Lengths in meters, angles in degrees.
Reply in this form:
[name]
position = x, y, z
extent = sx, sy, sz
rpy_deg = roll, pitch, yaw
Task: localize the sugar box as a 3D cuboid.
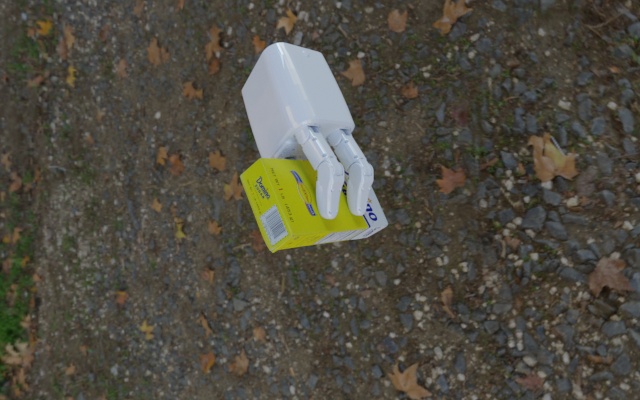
[sugar box]
position = 0.000, 0.001, 0.550
extent = 0.176, 0.093, 0.048
rpy_deg = -5, -24, -48
